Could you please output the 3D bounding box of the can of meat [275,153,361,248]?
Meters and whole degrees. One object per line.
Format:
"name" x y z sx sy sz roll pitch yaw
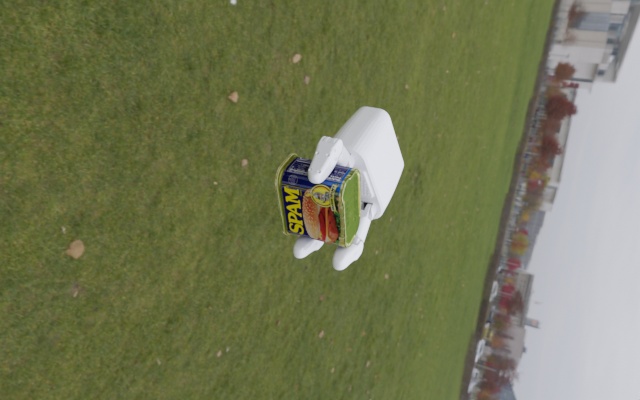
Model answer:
"can of meat" 0.000 0.002 0.563 0.084 0.102 0.057 13 41 22
